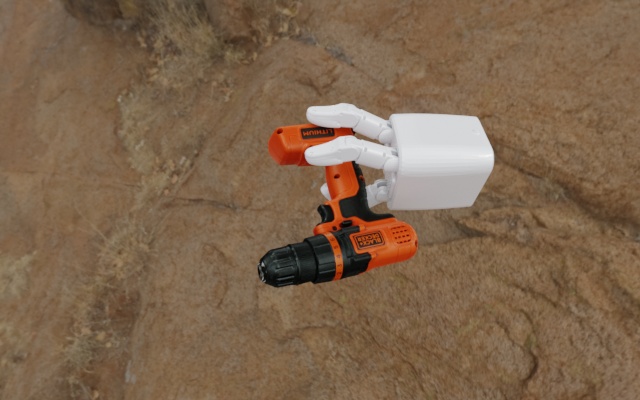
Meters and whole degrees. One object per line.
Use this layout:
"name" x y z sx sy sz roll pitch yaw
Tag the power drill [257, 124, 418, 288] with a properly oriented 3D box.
"power drill" 0.000 0.001 0.545 0.184 0.187 0.057 -8 -26 -24
